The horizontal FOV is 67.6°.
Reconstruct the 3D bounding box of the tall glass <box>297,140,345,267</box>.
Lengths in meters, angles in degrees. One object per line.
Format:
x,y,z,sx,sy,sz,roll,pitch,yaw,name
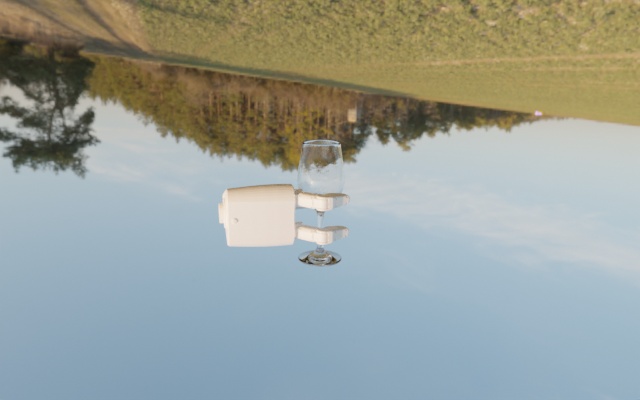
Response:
0.000,0.003,0.792,0.079,0.201,0.079,1,14,0,tall glass
